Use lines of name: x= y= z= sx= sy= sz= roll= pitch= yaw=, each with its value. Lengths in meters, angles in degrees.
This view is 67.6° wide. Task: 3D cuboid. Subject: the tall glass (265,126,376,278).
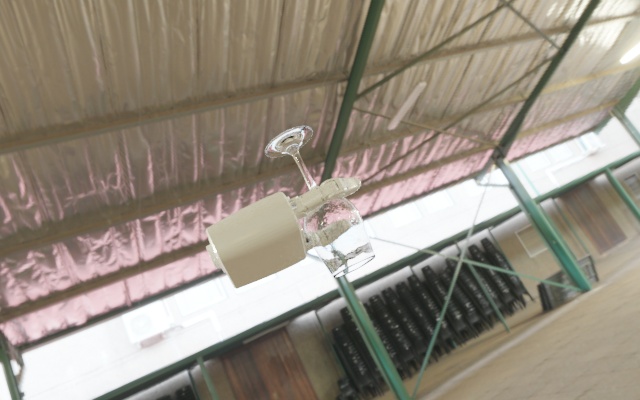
tall glass: x=0.000 y=0.001 z=0.646 sx=0.079 sy=0.201 sz=0.079 roll=-26 pitch=-15 yaw=-8
